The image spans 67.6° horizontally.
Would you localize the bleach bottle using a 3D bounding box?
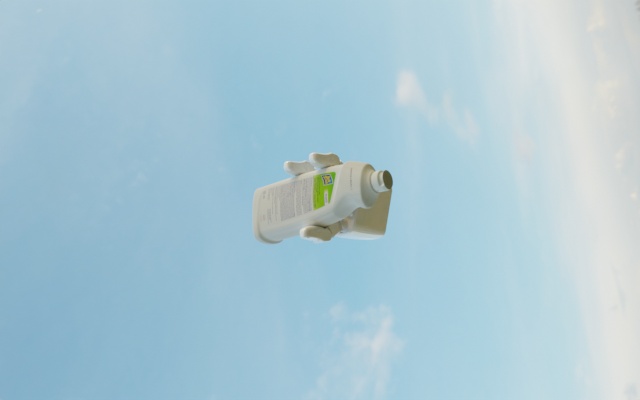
[{"bbox_3d":[0.000,0.002,0.753,0.251,0.102,0.068,-14,-18,38],"label":"bleach bottle"}]
